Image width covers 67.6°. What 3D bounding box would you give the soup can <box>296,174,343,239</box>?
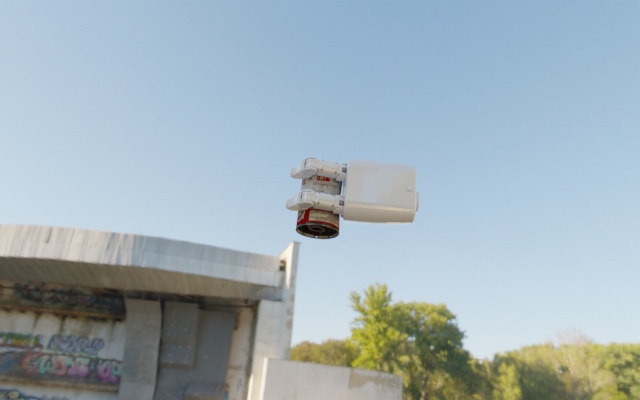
[{"bbox_3d":[0.000,0.002,0.754,0.068,0.102,0.068,5,-22,2],"label":"soup can"}]
